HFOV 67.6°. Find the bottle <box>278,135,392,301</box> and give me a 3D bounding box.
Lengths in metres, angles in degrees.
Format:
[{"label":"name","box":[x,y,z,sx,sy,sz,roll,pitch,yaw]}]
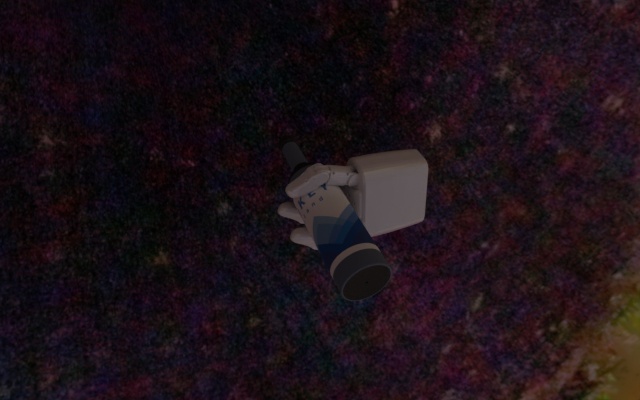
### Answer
[{"label":"bottle","box":[0.000,0.002,0.658,0.069,0.069,0.295,0,40,-29]}]
